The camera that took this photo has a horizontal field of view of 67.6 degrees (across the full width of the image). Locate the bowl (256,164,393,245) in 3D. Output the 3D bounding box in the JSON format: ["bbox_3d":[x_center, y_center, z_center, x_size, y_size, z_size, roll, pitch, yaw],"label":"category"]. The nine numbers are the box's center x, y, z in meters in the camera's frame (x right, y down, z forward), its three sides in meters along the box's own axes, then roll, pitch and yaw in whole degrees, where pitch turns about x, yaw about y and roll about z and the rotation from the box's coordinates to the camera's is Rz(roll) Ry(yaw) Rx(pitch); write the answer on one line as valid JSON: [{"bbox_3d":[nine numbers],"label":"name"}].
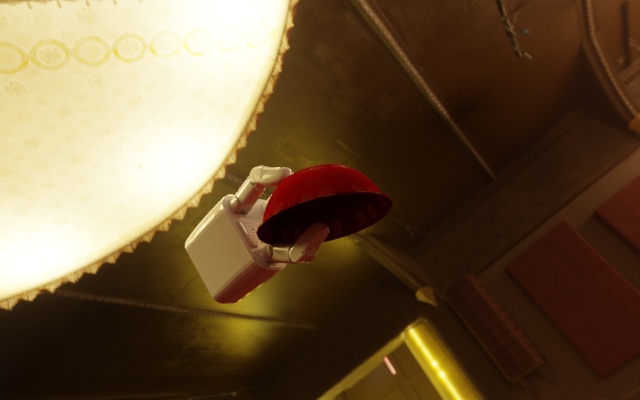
[{"bbox_3d":[0.001,0.001,0.564,0.162,0.055,0.162,-12,-21,-5],"label":"bowl"}]
